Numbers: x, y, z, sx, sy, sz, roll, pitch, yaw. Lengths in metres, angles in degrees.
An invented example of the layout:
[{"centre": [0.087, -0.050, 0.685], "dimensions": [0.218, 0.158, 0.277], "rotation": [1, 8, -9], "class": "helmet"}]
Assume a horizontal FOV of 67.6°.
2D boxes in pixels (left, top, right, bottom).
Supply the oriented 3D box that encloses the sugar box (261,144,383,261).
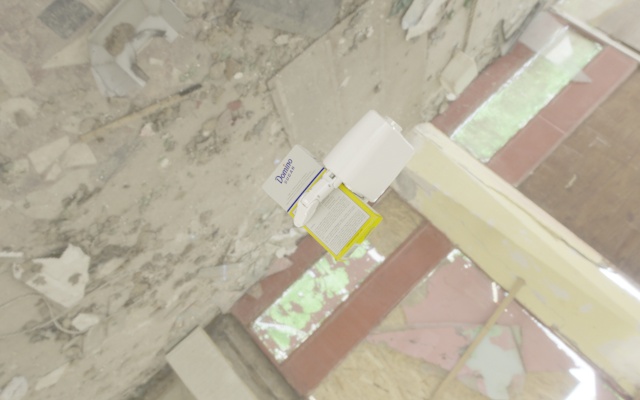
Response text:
[{"centre": [0.000, 0.002, 0.743], "dimensions": [0.176, 0.093, 0.048], "rotation": [44, 9, 22], "class": "sugar box"}]
